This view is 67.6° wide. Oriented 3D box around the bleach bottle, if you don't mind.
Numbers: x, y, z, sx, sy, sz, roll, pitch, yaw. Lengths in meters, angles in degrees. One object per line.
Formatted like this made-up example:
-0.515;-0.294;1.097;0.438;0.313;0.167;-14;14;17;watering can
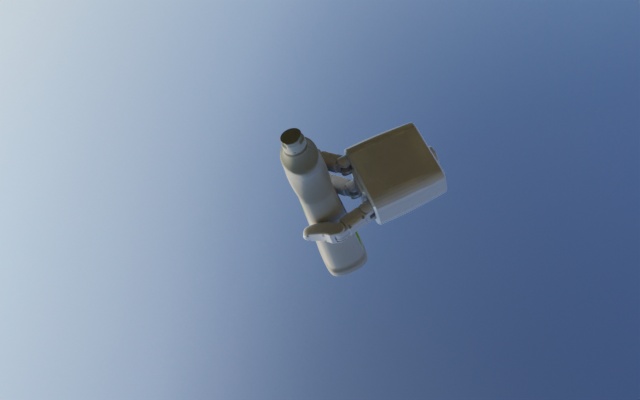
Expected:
0.000;0.002;0.677;0.068;0.102;0.251;-25;-42;-1;bleach bottle
